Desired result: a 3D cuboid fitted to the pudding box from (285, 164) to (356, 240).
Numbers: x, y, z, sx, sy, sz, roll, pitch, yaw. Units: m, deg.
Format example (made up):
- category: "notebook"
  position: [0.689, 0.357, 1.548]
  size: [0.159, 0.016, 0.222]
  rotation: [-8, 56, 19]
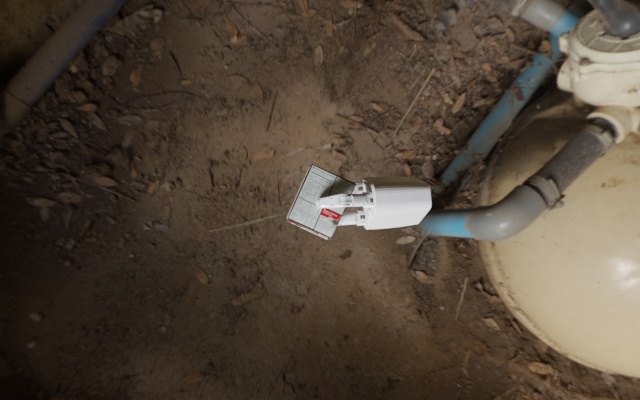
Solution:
- category: "pudding box"
  position: [0.000, 0.003, 0.857]
  size: [0.090, 0.113, 0.039]
  rotation: [25, -9, -4]
